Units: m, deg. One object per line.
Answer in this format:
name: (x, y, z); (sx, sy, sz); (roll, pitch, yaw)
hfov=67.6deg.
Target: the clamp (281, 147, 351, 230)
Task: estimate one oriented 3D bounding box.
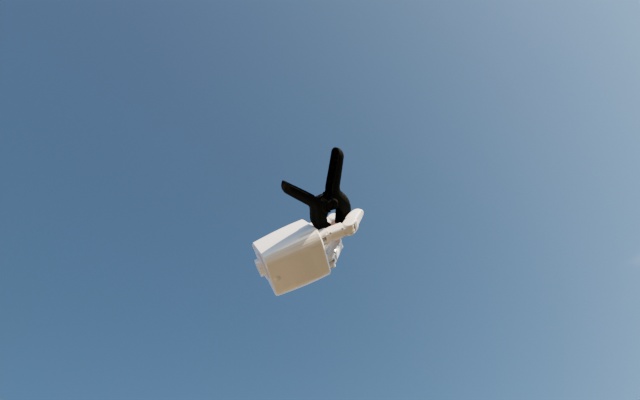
clamp: (0.000, 0.003, 0.829); (0.120, 0.172, 0.039); (-23, 32, -14)
